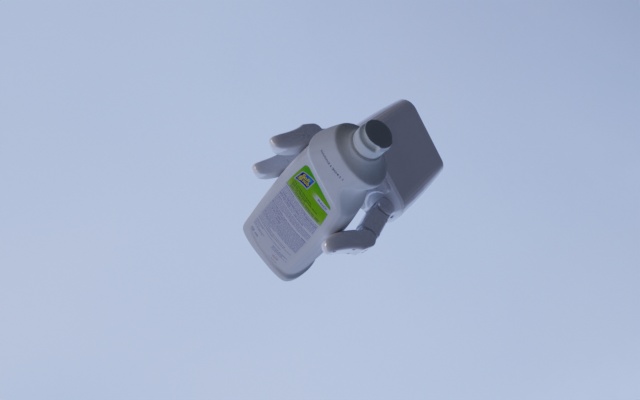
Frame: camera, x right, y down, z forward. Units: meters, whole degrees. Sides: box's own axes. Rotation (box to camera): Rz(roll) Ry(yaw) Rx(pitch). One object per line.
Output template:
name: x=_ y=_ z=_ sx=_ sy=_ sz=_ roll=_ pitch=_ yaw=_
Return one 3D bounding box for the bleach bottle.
bleach bottle: x=0.000 y=0.002 z=0.507 sx=0.068 sy=0.102 sz=0.251 roll=-39 pitch=-3 yaw=-38
